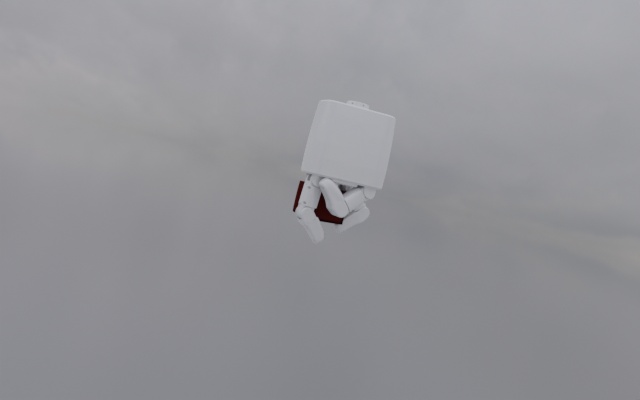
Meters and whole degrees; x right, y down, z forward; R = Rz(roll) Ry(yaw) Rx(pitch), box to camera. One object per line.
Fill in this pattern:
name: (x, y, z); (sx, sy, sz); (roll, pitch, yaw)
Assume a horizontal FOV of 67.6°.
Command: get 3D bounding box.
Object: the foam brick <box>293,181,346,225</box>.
foam brick: (0.000, 0.002, 0.734); (0.053, 0.051, 0.078); (10, 4, -28)
